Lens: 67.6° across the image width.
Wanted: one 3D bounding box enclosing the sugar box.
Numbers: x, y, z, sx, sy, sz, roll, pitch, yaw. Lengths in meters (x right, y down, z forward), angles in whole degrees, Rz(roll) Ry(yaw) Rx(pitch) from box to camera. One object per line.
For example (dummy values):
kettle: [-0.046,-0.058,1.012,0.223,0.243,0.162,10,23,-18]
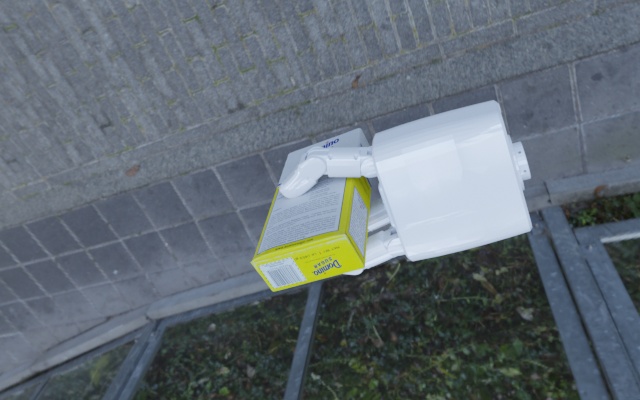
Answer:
sugar box: [0.000,0.002,0.464,0.093,0.048,0.176,-17,30,22]
